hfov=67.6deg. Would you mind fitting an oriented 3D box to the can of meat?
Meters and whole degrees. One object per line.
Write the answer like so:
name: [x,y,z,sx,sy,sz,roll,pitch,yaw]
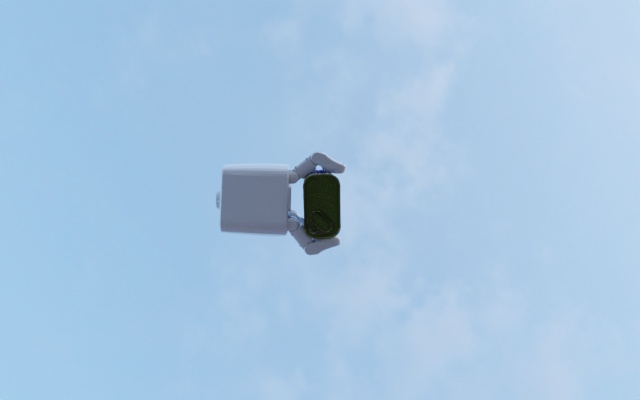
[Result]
can of meat: [0.000,0.002,0.769,0.057,0.102,0.084,-2,10,-3]
